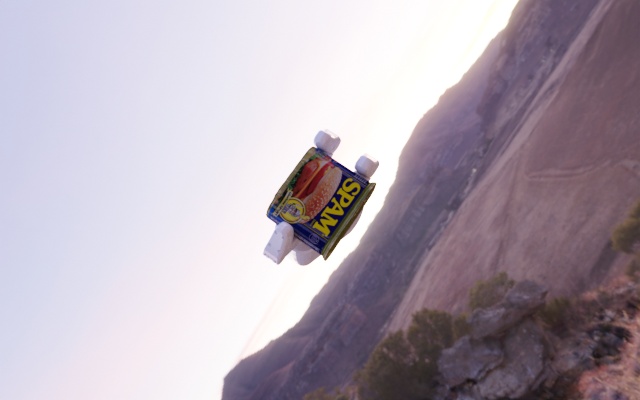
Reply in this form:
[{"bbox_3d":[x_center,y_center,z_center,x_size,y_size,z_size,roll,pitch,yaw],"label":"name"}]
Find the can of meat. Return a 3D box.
[{"bbox_3d":[0.000,0.002,0.535,0.084,0.102,0.057,34,-12,9],"label":"can of meat"}]
